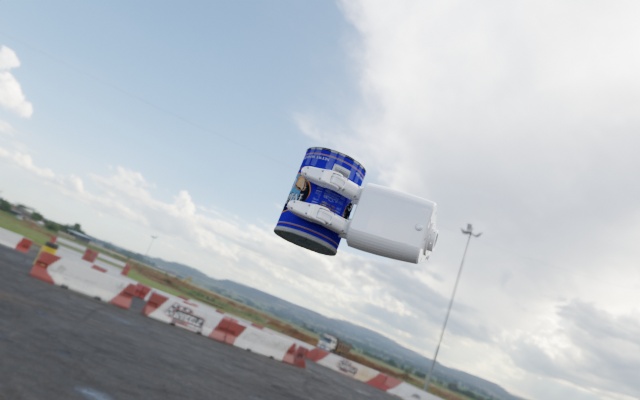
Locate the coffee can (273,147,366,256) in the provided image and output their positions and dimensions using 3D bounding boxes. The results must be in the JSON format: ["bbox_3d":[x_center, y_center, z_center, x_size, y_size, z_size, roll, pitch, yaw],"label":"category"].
[{"bbox_3d":[0.000,0.003,0.741,0.103,0.140,0.103,20,-14,5],"label":"coffee can"}]
